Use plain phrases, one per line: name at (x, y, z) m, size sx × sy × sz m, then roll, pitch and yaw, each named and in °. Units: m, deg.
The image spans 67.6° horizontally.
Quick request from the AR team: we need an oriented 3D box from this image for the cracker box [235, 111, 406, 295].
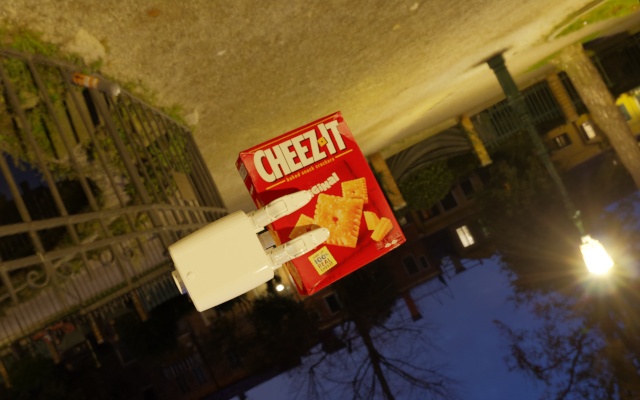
cracker box at (0.000, 0.002, 0.679) m, size 0.164 × 0.213 × 0.072 m, roll -26°, pitch -2°, yaw -18°
